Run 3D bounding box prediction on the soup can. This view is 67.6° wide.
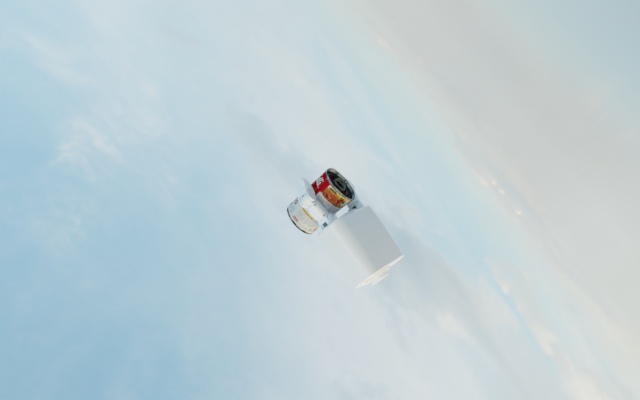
[{"bbox_3d":[0.000,0.002,0.820,0.102,0.068,0.068,-42,-19,23],"label":"soup can"}]
